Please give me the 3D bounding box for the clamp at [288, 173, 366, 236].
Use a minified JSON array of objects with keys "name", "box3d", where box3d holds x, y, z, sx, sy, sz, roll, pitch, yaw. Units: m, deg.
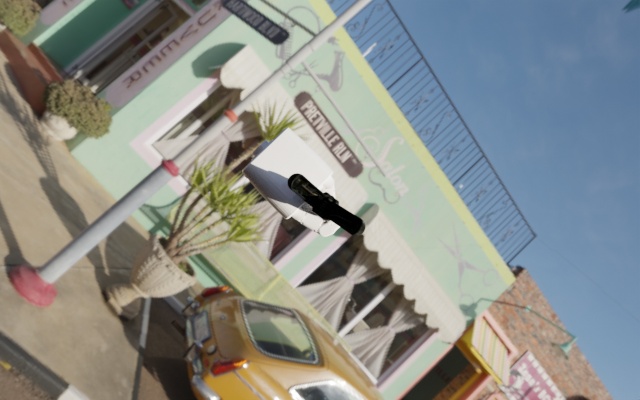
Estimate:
[{"name":"clamp","box3d":[0.001,0.002,0.693,0.120,0.039,0.171,43,-5,-7]}]
